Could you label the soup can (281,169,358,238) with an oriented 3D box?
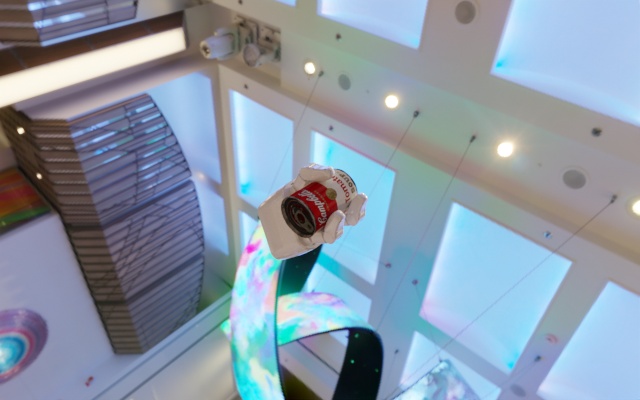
[{"bbox_3d":[0.001,0.002,0.718,0.068,0.068,0.102,0,27,48],"label":"soup can"}]
